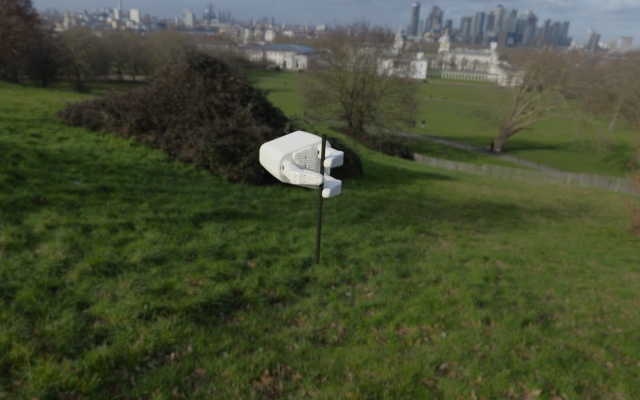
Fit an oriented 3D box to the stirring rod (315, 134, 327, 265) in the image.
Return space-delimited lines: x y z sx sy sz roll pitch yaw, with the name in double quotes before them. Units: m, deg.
"stirring rod" 0.000 0.003 0.839 0.011 0.240 0.011 3 19 -1
